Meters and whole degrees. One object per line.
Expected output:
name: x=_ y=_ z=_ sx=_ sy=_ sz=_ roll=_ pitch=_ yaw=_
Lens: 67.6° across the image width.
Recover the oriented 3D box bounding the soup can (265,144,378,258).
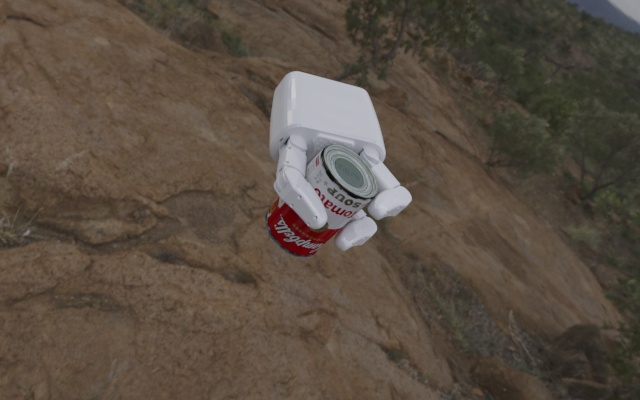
soup can: x=0.000 y=0.002 z=0.472 sx=0.068 sy=0.068 sz=0.102 roll=0 pitch=-36 yaw=-46
